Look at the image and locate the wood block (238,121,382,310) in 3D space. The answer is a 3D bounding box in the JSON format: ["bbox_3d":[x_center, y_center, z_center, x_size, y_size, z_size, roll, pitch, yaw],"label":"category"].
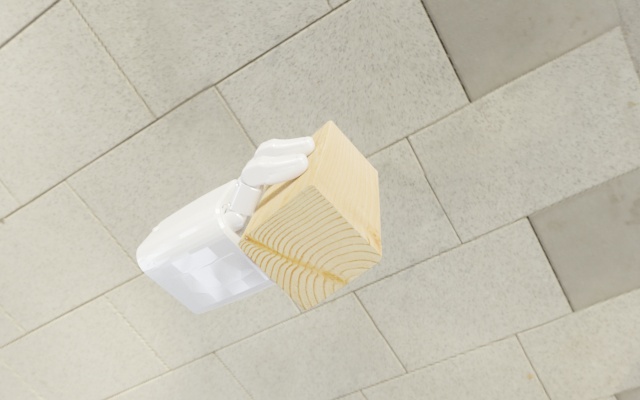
[{"bbox_3d":[0.000,0.002,0.492,0.090,0.091,0.206,-38,15,19],"label":"wood block"}]
